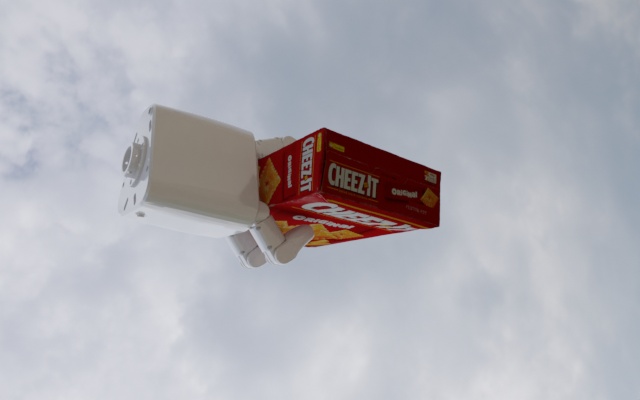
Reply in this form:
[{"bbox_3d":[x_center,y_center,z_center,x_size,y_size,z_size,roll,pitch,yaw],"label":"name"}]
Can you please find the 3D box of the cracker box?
[{"bbox_3d":[0.000,0.002,0.539,0.164,0.072,0.214,14,-18,-35],"label":"cracker box"}]
